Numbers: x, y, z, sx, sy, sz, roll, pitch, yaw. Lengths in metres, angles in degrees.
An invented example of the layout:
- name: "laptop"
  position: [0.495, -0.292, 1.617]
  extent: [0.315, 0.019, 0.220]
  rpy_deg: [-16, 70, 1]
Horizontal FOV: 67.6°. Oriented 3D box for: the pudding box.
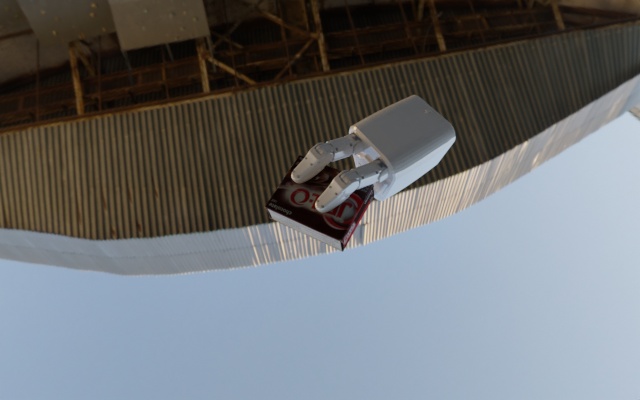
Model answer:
- name: "pudding box"
  position: [0.000, 0.002, 0.612]
  extent: [0.113, 0.090, 0.039]
  rpy_deg: [22, -27, 20]
